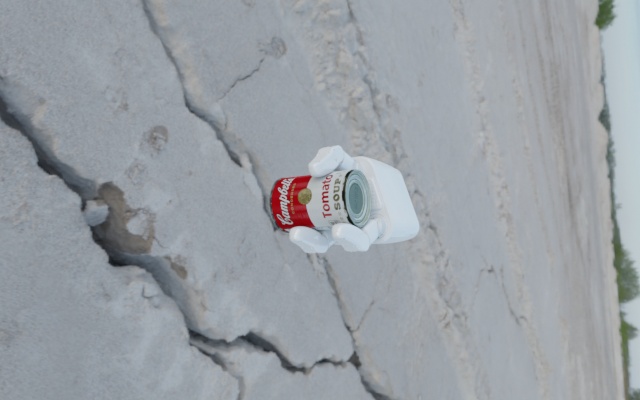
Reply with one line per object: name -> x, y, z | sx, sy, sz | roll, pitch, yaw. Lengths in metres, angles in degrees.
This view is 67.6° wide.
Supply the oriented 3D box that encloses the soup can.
soup can -> 0.000, 0.002, 0.558 | 0.102, 0.068, 0.068 | -5, -3, 31
